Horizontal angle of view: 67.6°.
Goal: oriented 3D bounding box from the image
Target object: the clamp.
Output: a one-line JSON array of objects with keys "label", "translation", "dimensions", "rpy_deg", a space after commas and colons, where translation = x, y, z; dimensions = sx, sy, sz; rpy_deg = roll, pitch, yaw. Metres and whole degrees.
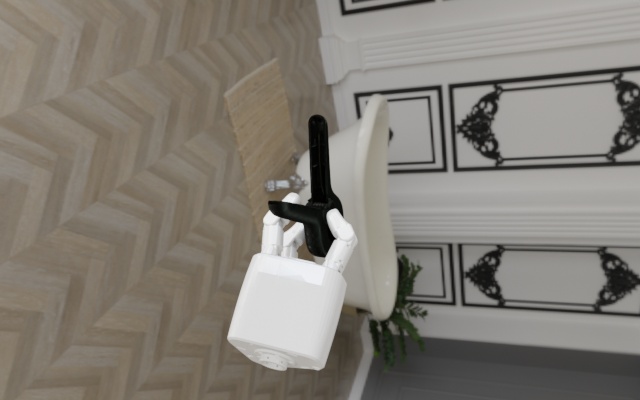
[{"label": "clamp", "translation": [0.001, 0.003, 0.644], "dimensions": [0.036, 0.164, 0.210], "rpy_deg": [4, -34, 24]}]
